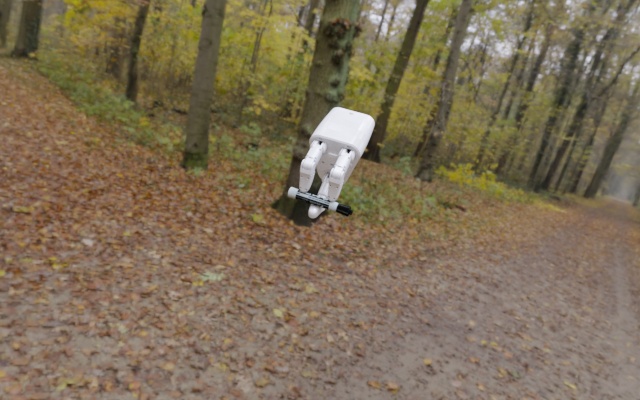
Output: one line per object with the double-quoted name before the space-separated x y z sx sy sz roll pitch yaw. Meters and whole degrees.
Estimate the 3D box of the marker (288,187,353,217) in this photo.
"marker" 0.000 0.003 0.853 0.121 0.020 0.020 18 4 12
